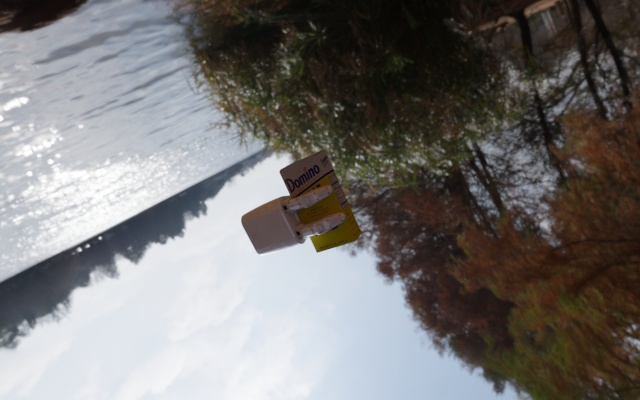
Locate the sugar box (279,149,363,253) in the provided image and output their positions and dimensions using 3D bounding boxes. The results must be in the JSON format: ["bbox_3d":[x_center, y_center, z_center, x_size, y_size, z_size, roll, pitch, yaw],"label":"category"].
[{"bbox_3d":[0.000,0.003,0.896,0.093,0.176,0.048,-21,10,30],"label":"sugar box"}]
